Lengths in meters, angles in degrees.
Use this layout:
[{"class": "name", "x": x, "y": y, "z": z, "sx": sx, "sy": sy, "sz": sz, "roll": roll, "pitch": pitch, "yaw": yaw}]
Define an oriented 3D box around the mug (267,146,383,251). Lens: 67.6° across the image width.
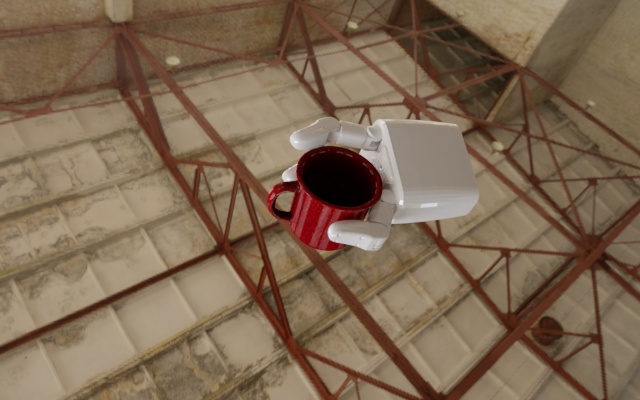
[{"class": "mug", "x": -0.001, "y": 0.002, "z": 0.517, "sx": 0.117, "sy": 0.093, "sz": 0.082, "roll": -3, "pitch": -40, "yaw": -20}]
